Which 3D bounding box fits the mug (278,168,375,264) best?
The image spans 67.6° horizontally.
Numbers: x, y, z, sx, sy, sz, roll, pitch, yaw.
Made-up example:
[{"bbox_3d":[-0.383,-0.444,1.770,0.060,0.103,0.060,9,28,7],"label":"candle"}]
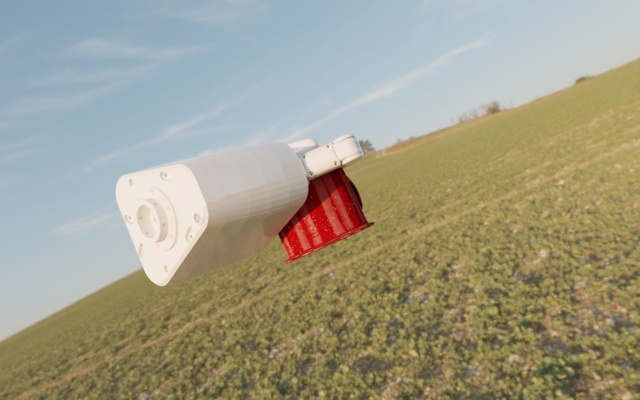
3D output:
[{"bbox_3d":[0.001,0.001,0.464,0.093,0.081,0.117,-28,-6,43],"label":"mug"}]
